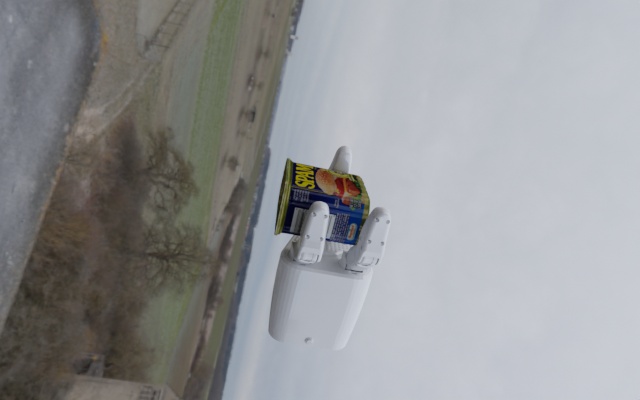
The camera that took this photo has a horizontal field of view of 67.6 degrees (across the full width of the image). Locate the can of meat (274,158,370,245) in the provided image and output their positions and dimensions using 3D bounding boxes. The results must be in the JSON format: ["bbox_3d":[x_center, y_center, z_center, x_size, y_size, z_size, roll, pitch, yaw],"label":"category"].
[{"bbox_3d":[0.000,0.002,0.490,0.084,0.057,0.102,11,21,-7],"label":"can of meat"}]
